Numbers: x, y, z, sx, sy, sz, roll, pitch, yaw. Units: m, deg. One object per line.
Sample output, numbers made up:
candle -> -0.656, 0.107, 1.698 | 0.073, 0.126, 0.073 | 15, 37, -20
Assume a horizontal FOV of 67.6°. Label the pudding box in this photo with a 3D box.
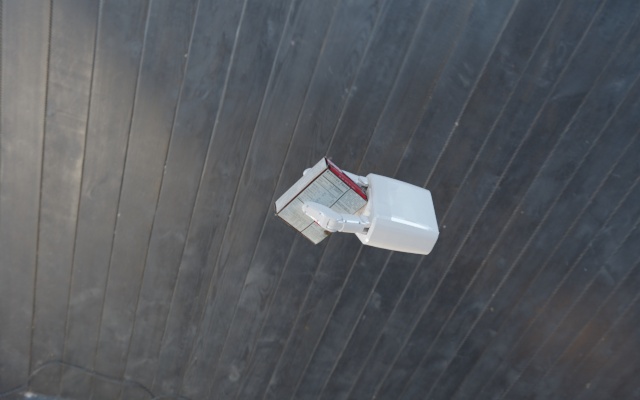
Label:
pudding box -> 0.000, 0.002, 0.714 | 0.090, 0.113, 0.039 | 40, 19, -26
